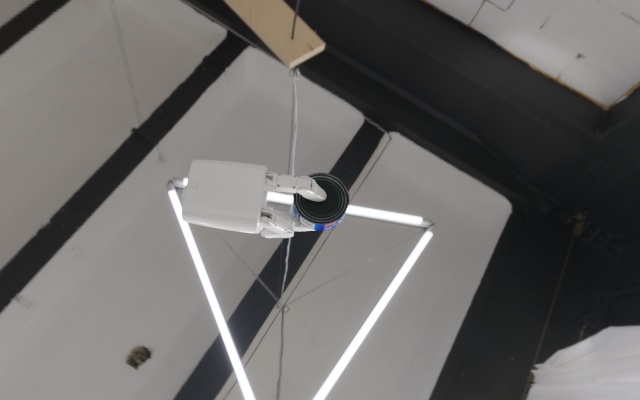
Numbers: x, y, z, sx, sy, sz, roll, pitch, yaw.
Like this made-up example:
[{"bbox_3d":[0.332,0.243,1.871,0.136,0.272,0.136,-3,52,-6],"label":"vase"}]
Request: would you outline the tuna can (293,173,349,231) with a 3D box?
[{"bbox_3d":[0.000,0.003,0.736,0.086,0.086,0.034,0,-24,-5],"label":"tuna can"}]
